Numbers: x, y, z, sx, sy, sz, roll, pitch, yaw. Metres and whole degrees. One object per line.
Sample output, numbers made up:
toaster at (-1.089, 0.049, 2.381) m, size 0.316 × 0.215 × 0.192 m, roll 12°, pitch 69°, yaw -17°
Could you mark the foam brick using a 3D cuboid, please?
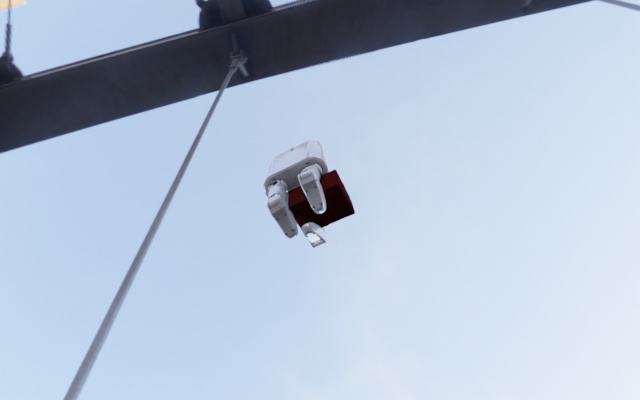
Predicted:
foam brick at (0.000, 0.002, 0.659) m, size 0.078 × 0.053 × 0.051 m, roll -24°, pitch 25°, yaw 10°
